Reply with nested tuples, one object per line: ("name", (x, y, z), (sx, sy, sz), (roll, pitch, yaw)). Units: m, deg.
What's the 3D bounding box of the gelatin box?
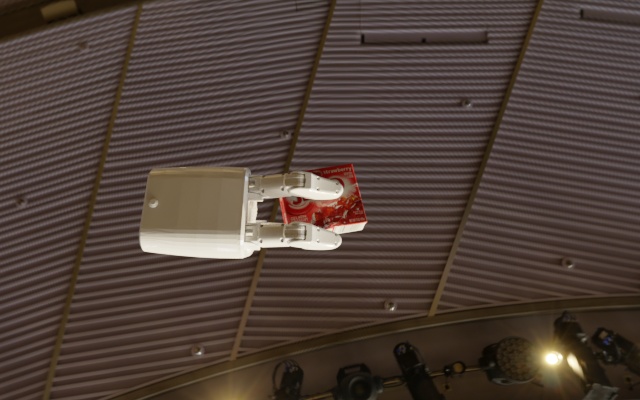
("gelatin box", (0.000, 0.002, 0.536), (0.089, 0.073, 0.030), (-9, -21, -12))
